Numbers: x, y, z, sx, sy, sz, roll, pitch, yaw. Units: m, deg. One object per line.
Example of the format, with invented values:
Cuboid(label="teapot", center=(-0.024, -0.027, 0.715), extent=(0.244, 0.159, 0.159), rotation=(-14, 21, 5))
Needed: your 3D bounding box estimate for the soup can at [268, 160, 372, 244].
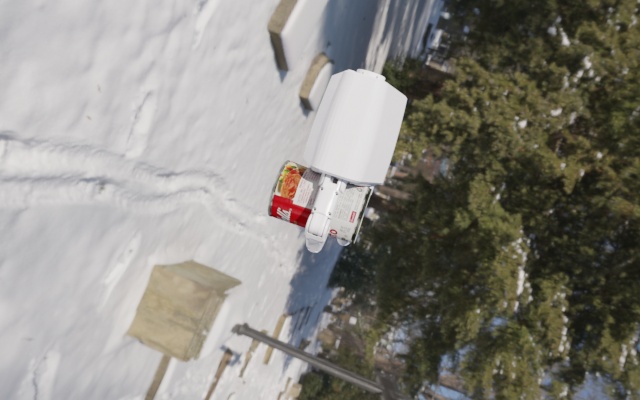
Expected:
Cuboid(label="soup can", center=(0.000, 0.002, 0.541), extent=(0.102, 0.068, 0.068), rotation=(18, 2, 6))
